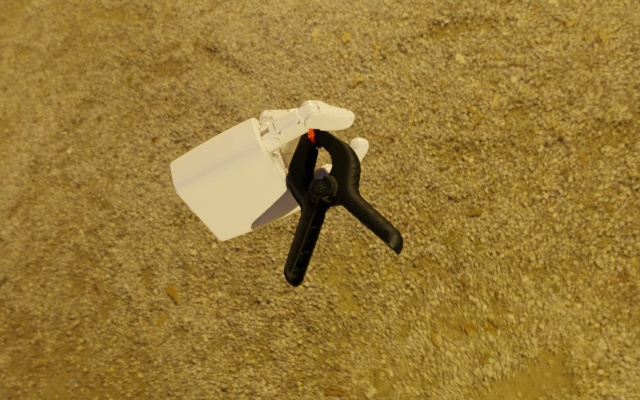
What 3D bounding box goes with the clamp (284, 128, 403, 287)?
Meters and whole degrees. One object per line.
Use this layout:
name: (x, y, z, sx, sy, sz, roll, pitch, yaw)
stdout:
clamp: (0.000, 0.001, 0.484, 0.120, 0.171, 0.039, -25, -32, 8)
